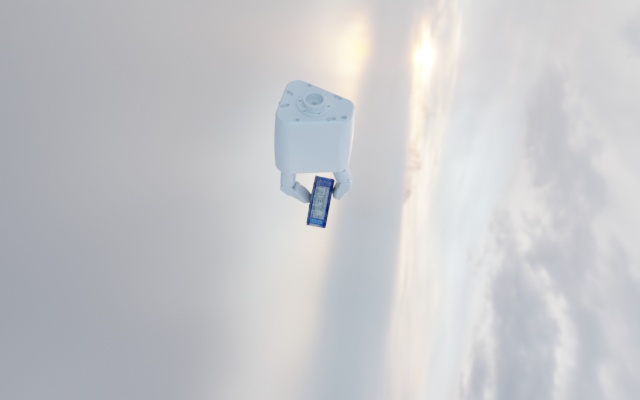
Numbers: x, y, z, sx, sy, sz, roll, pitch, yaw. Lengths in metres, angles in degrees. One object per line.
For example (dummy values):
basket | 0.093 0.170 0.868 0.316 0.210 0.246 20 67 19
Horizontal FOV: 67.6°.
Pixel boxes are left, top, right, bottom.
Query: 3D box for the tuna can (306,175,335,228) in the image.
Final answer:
tuna can | 0.001 0.003 0.794 0.034 0.086 0.086 11 0 1
